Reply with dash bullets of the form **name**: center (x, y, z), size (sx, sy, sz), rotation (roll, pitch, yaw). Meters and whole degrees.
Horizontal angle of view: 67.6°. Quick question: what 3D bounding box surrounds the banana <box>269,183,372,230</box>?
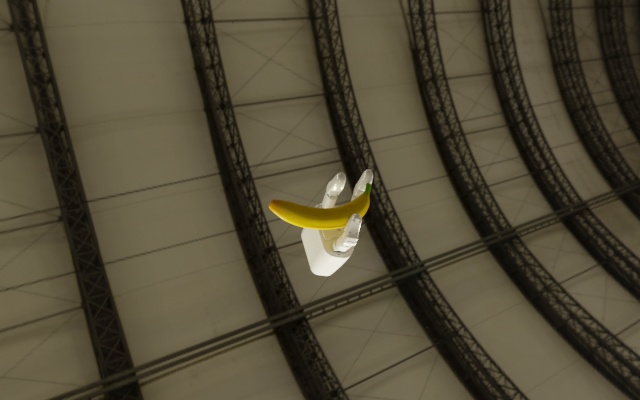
- **banana**: center (0.009, 0.019, 0.837), size (0.198, 0.069, 0.037), rotation (-10, -22, -24)
